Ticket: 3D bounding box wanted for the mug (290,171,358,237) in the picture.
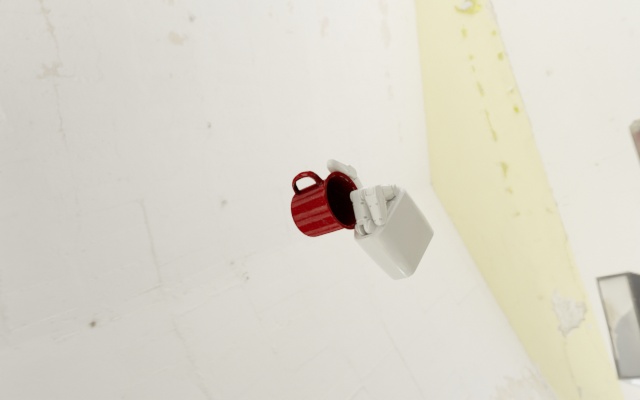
[{"bbox_3d":[-0.001,0.002,0.745,0.081,0.093,0.117,-21,-58,38],"label":"mug"}]
